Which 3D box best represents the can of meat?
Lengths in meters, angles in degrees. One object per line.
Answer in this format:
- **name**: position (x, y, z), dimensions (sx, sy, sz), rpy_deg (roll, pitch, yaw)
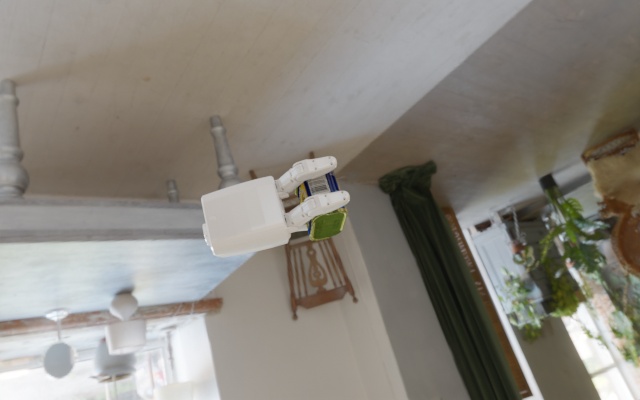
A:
- **can of meat**: position (0.000, 0.003, 0.703), dimensions (0.057, 0.084, 0.102), rpy_deg (-13, -24, -10)
